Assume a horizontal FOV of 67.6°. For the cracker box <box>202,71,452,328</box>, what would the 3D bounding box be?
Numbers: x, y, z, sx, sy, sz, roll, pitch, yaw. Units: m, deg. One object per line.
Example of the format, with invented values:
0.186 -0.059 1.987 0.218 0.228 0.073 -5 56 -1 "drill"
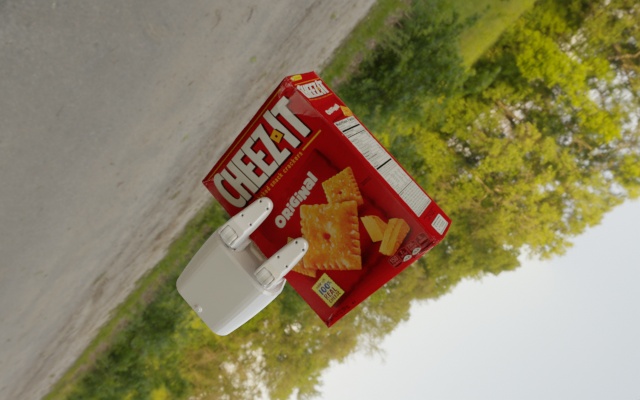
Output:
0.000 0.002 0.499 0.164 0.213 0.072 -44 -4 30 "cracker box"
